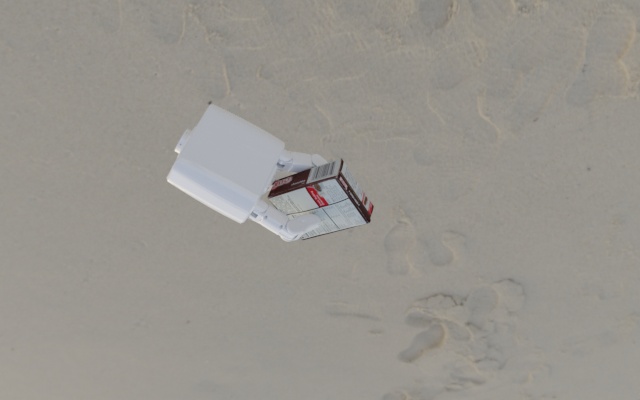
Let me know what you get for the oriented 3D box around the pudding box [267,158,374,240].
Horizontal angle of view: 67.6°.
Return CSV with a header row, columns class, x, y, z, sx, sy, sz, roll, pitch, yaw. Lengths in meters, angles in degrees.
class,x,y,z,sx,sy,sz,roll,pitch,yaw
pudding box,0.000,0.002,0.634,0.113,0.039,0.090,-15,-52,32
